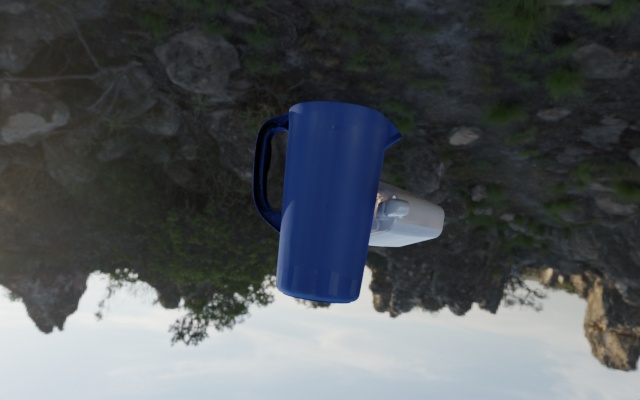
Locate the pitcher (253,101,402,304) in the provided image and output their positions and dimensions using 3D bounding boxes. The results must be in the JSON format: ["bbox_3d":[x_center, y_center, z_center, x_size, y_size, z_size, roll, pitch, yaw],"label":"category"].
[{"bbox_3d":[0.000,0.002,0.617,0.145,0.243,0.149,11,-7,-36],"label":"pitcher"}]
